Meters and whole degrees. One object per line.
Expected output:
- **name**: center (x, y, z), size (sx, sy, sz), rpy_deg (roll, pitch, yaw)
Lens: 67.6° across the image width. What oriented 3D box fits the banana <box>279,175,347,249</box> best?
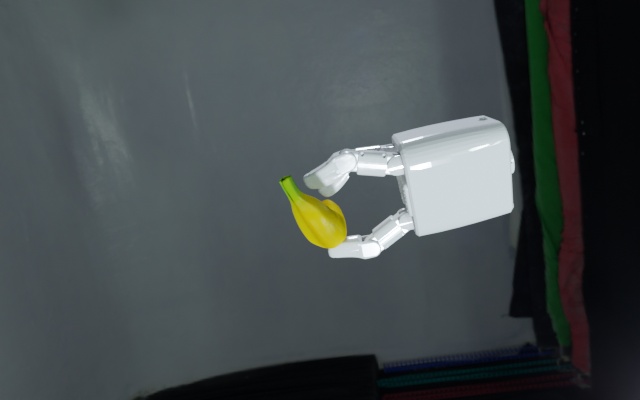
- **banana**: center (0.005, 0.019, 0.513), size (0.037, 0.069, 0.198), rpy_deg (-18, -10, 7)
